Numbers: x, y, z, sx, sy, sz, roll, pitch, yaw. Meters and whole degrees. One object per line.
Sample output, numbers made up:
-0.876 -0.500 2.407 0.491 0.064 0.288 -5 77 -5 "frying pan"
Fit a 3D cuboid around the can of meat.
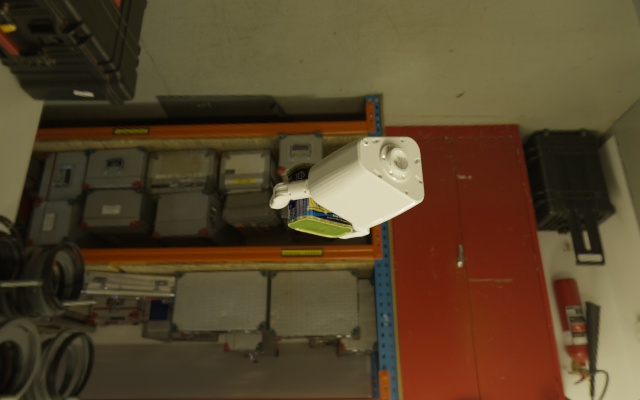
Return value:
0.000 0.003 0.698 0.102 0.084 0.057 15 -27 -34 "can of meat"
